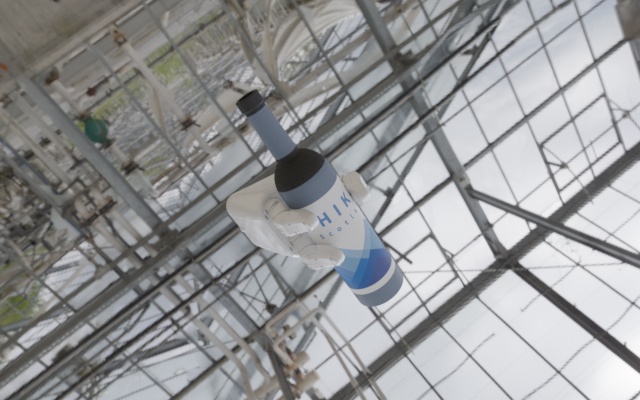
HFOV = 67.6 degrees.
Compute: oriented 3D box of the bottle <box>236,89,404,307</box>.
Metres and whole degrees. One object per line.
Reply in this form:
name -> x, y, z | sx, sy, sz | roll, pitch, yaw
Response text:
bottle -> 0.000, 0.002, 0.555 | 0.069, 0.296, 0.069 | -28, 25, 15
